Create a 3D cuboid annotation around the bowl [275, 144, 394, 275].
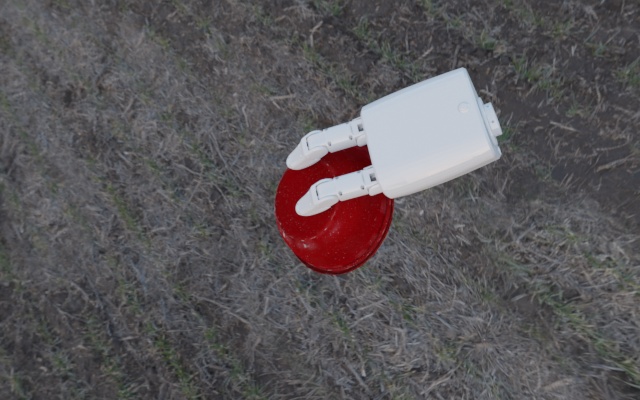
[{"bbox_3d":[-0.001,0.002,0.539,0.162,0.162,0.055,0,-8,39],"label":"bowl"}]
